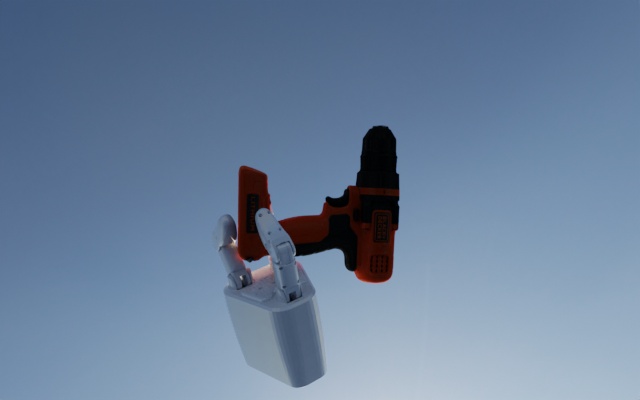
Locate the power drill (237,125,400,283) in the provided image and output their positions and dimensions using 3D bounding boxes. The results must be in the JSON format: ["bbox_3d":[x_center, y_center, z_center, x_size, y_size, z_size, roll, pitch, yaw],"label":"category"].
[{"bbox_3d":[0.000,0.002,0.546,0.187,0.184,0.057,2,-2,-9],"label":"power drill"}]
